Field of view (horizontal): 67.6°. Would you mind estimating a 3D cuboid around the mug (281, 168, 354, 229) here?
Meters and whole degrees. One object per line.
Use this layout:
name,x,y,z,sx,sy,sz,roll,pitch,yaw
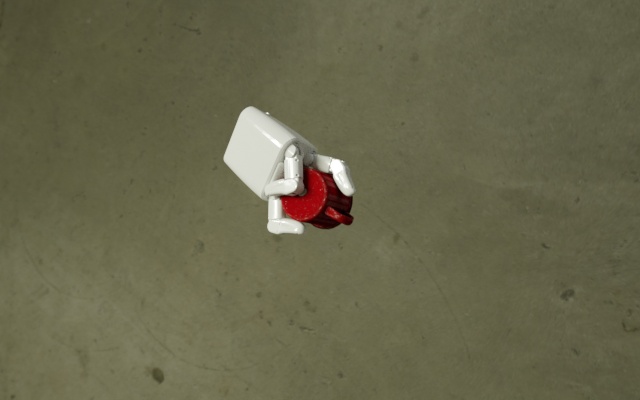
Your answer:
mug,0.001,0.003,0.733,0.117,0.093,0.081,39,11,27
